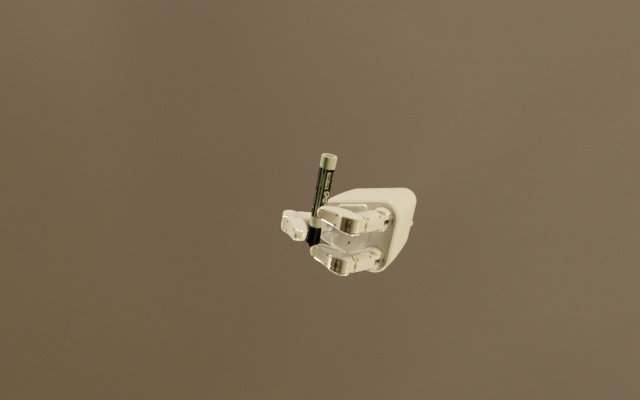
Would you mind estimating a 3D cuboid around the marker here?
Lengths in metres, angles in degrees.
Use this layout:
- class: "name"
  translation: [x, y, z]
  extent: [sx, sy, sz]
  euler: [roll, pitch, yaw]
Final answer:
- class: "marker"
  translation: [0.000, 0.002, 0.593]
  extent: [0.020, 0.121, 0.020]
  euler: [10, 19, -3]
